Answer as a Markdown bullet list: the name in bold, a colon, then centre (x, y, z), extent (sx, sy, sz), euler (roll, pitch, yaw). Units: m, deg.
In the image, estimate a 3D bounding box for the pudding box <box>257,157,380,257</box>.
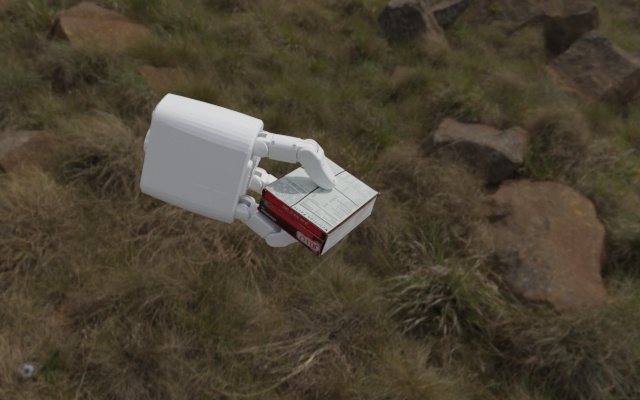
- **pudding box**: centre (0.000, 0.002, 0.533), extent (0.090, 0.039, 0.113), euler (36, 43, 18)
